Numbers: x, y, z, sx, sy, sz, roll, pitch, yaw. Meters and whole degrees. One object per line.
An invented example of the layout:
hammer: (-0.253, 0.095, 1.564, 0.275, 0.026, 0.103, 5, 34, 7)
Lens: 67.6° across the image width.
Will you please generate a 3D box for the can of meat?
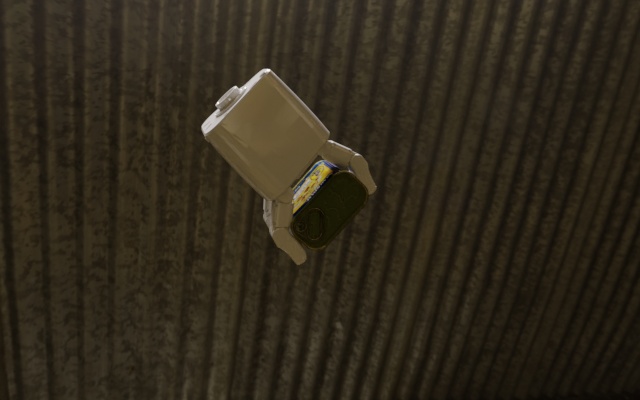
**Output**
can of meat: (0.000, 0.002, 0.602, 0.057, 0.102, 0.084, 42, 1, -24)
